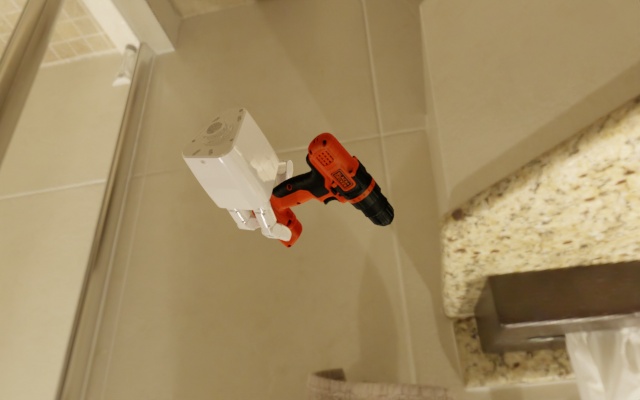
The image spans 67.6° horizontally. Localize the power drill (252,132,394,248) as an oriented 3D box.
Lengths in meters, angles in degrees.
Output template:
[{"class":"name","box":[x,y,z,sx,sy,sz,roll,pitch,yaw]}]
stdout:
[{"class":"power drill","box":[0.000,0.003,0.757,0.188,0.184,0.057,-31,24,26]}]
